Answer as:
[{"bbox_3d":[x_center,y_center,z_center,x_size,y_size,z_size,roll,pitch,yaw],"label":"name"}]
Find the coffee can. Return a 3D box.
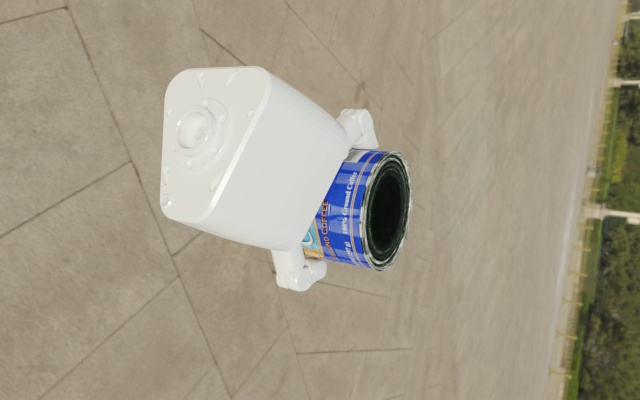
[{"bbox_3d":[0.000,0.002,0.439,0.140,0.103,0.103,7,4,31],"label":"coffee can"}]
